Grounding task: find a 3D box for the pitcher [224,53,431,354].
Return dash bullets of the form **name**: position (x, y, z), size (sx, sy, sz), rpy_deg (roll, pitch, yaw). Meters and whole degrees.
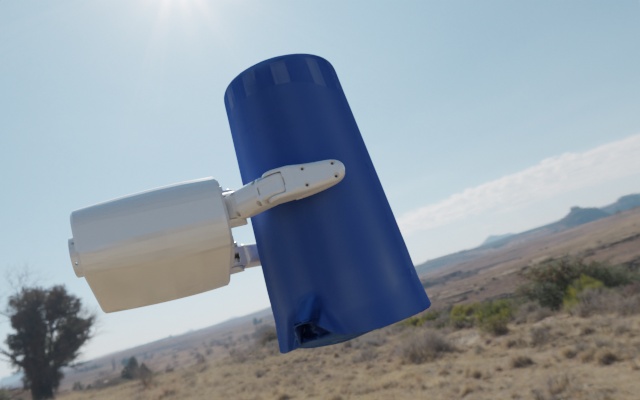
- **pitcher**: position (0.000, 0.001, 0.434), size (0.145, 0.242, 0.149), rpy_deg (-14, -11, -19)
